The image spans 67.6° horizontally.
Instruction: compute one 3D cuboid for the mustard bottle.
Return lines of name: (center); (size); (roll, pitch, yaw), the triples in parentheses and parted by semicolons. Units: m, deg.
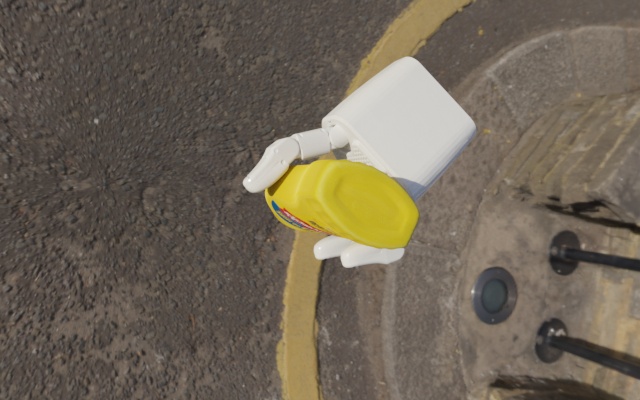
mustard bottle: (0.000, 0.002, 0.446); (0.096, 0.058, 0.191); (27, -9, -23)
